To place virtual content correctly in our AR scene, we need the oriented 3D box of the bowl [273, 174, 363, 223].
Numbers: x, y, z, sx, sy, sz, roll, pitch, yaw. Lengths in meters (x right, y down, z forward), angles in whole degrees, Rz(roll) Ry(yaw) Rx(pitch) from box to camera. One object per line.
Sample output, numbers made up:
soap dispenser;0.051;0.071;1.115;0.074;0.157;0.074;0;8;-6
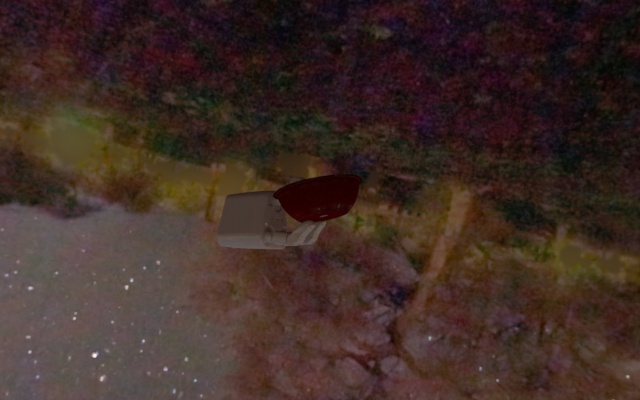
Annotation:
bowl;0.001;0.003;0.842;0.162;0.055;0.162;-10;-12;-2
